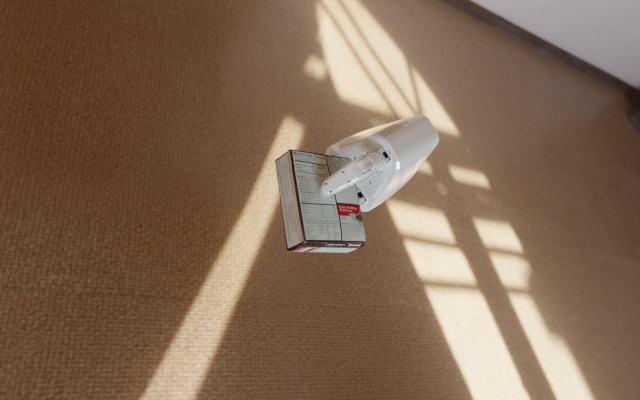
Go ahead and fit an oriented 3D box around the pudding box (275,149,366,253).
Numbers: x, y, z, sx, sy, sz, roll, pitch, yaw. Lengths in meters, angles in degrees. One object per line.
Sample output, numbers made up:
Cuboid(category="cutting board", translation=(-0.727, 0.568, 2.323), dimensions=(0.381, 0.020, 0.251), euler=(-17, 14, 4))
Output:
Cuboid(category="pudding box", translation=(0.000, 0.002, 0.547), dimensions=(0.090, 0.113, 0.039), euler=(5, -25, -35))
